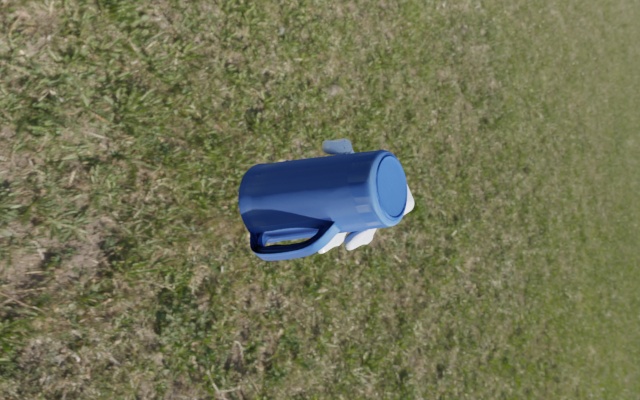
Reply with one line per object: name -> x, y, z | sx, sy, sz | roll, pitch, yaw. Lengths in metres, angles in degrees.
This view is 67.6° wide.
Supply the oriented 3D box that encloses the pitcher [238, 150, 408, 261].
pitcher -> 0.000, 0.002, 0.724 | 0.243, 0.149, 0.145 | -7, 5, 36
